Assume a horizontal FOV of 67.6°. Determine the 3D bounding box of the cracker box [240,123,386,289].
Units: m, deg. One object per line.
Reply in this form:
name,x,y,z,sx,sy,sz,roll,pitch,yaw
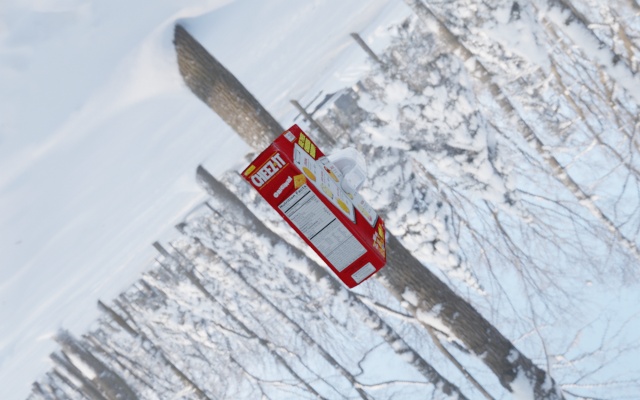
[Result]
cracker box,0.000,0.002,0.677,0.072,0.214,0.164,-41,8,16
